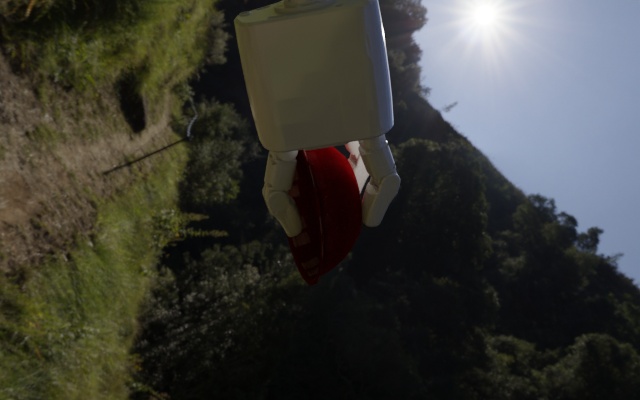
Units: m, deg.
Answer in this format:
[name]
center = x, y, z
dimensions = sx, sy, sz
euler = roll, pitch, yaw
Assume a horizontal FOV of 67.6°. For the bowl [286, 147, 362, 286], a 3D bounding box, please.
[bowl]
center = 0.000, 0.002, 0.486
dimensions = 0.055, 0.162, 0.162
euler = -9, 2, -16
